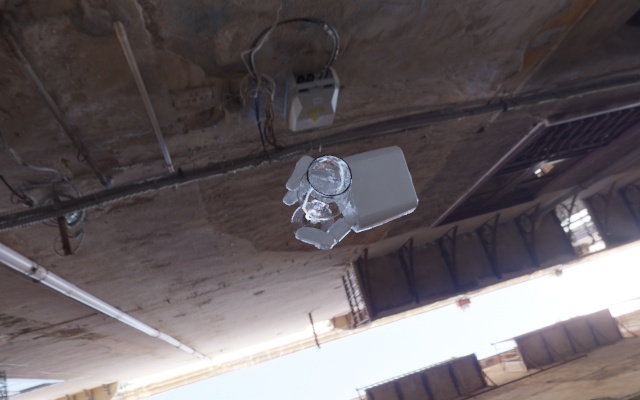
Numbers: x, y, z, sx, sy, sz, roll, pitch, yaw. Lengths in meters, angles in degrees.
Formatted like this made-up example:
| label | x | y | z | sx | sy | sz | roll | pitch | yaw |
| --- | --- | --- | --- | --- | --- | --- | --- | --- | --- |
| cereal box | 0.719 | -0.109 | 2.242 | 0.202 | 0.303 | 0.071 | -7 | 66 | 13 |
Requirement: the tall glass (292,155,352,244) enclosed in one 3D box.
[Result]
| label | x | y | z | sx | sy | sz | roll | pitch | yaw |
| --- | --- | --- | --- | --- | --- | --- | --- | --- | --- |
| tall glass | 0.000 | 0.003 | 0.731 | 0.079 | 0.079 | 0.201 | 0 | -21 | -7 |
